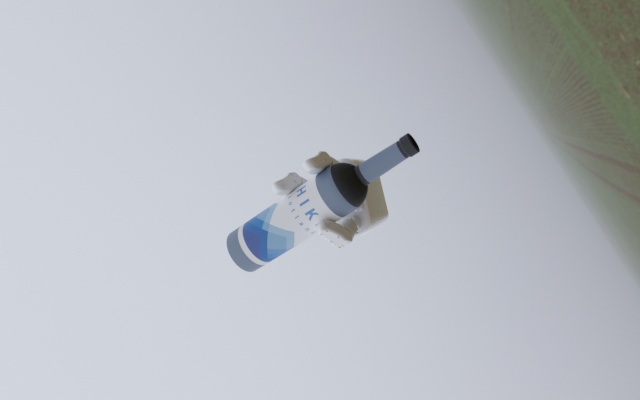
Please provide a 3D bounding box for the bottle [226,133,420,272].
[{"bbox_3d":[0.000,0.002,0.638,0.296,0.069,0.069,-33,-15,24],"label":"bottle"}]
